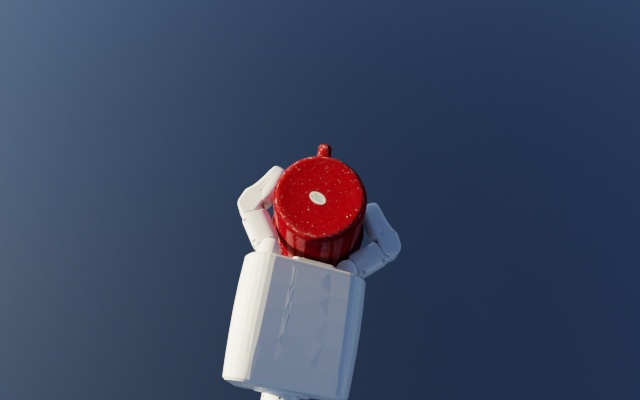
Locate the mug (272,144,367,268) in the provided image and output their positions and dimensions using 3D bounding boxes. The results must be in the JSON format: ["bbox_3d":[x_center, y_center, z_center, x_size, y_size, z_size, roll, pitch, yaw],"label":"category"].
[{"bbox_3d":[0.000,0.000,0.448,0.093,0.117,0.081,8,-25,1],"label":"mug"}]
